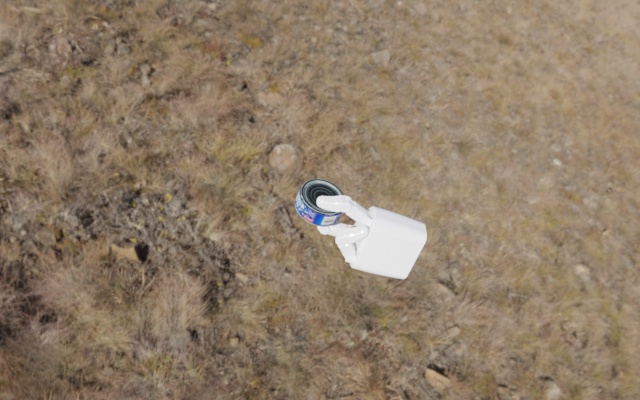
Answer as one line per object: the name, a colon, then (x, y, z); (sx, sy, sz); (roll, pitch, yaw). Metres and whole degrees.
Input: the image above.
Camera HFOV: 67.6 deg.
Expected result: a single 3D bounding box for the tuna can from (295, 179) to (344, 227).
tuna can: (0.000, 0.002, 0.839); (0.086, 0.086, 0.034); (0, -41, -24)
